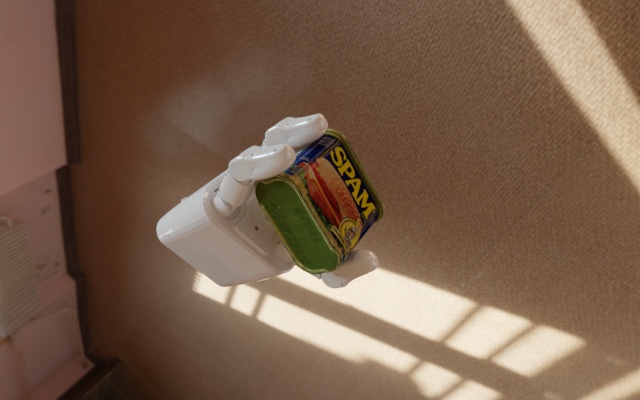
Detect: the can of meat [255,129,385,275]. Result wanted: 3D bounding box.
[{"bbox_3d":[0.000,0.002,0.420,0.057,0.102,0.084,-17,20,42],"label":"can of meat"}]
